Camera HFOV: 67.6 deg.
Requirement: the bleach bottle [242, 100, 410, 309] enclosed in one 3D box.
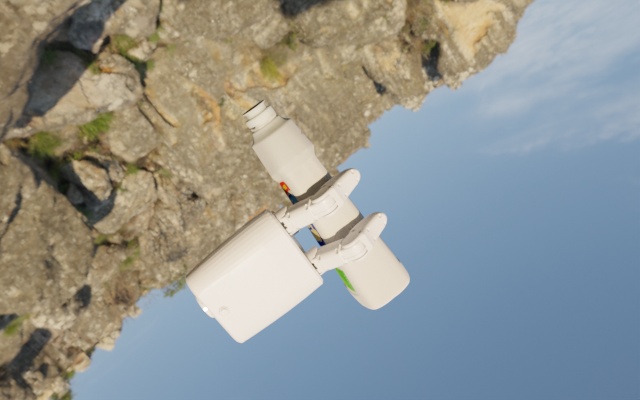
[{"bbox_3d":[0.000,0.002,0.526,0.068,0.251,0.102,-38,18,-5],"label":"bleach bottle"}]
